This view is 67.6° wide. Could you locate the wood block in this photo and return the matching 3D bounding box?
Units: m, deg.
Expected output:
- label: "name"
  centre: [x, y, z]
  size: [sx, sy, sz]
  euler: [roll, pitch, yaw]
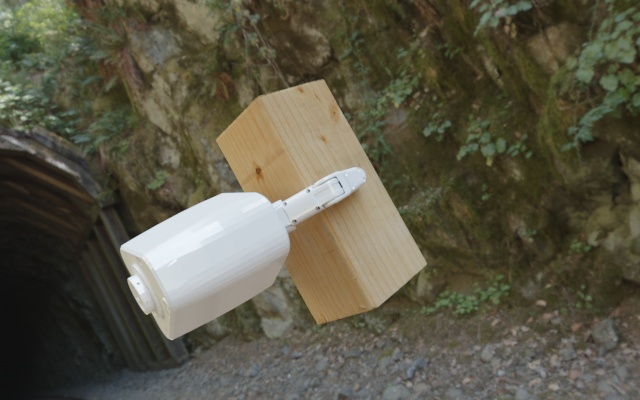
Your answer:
- label: "wood block"
  centre: [0.000, 0.001, 0.463]
  size: [0.090, 0.206, 0.091]
  euler: [-28, -2, -43]
